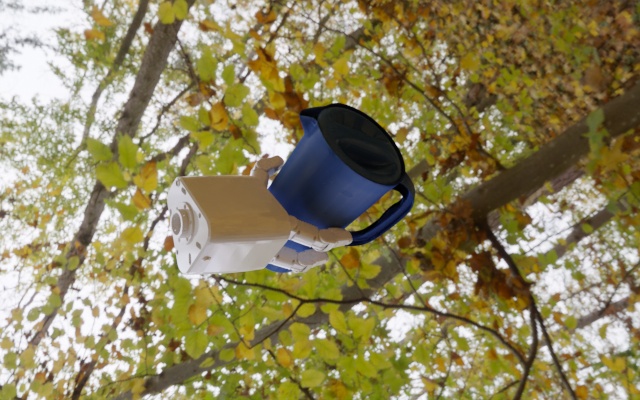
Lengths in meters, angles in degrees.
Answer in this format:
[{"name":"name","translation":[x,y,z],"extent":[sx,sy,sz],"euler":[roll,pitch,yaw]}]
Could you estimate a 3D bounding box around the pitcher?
[{"name":"pitcher","translation":[0.000,0.002,0.654],"extent":[0.145,0.149,0.243],"euler":[-2,-35,-42]}]
